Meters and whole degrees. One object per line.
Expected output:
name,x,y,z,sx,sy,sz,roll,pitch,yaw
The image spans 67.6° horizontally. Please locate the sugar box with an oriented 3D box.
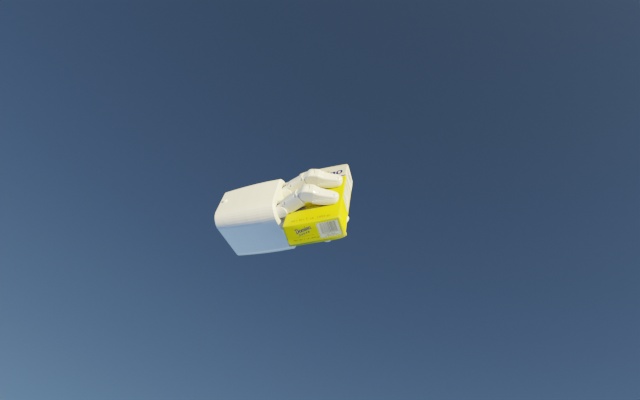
sugar box,0.000,0.002,0.792,0.093,0.048,0.176,-10,31,13
